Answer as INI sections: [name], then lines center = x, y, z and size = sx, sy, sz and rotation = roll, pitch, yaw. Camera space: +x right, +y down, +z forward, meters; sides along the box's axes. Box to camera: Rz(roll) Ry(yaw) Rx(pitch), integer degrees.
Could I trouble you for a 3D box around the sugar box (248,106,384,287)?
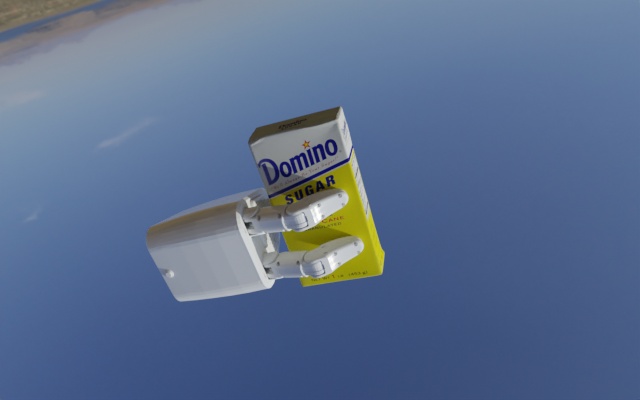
[sugar box]
center = 0.000, 0.002, 0.489
size = 0.093, 0.176, 0.048
rotation = -12, 27, 15
